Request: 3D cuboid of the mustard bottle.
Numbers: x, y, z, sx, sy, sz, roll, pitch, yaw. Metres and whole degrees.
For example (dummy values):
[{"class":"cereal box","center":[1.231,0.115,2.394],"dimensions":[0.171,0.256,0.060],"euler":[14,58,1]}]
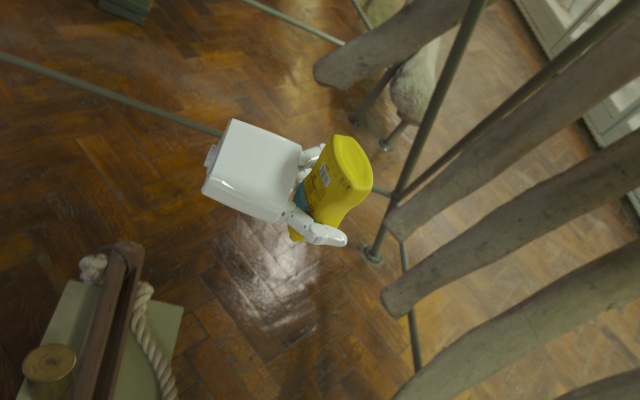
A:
[{"class":"mustard bottle","center":[0.001,0.002,0.685],"dimensions":[0.058,0.096,0.192],"euler":[3,-37,-32]}]
